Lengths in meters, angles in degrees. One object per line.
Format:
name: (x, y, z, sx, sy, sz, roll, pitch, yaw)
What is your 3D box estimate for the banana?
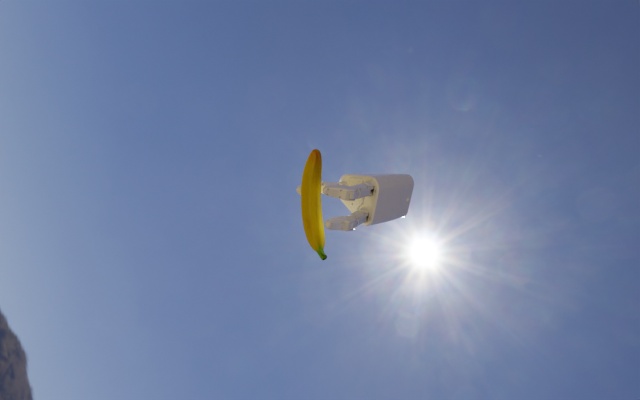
banana: (-0.010, 0.007, 0.875, 0.037, 0.198, 0.069, -7, 2, -33)
